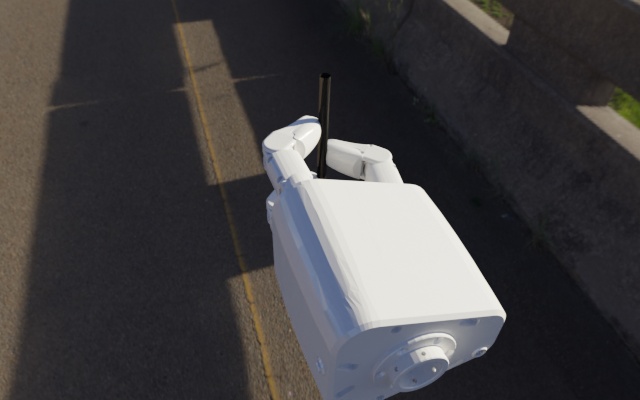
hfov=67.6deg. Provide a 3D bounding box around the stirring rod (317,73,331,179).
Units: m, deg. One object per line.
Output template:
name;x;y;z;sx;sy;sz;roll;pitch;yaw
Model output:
stirring rod;0.000;0.001;0.416;0.011;0.240;0.011;1;42;-1
